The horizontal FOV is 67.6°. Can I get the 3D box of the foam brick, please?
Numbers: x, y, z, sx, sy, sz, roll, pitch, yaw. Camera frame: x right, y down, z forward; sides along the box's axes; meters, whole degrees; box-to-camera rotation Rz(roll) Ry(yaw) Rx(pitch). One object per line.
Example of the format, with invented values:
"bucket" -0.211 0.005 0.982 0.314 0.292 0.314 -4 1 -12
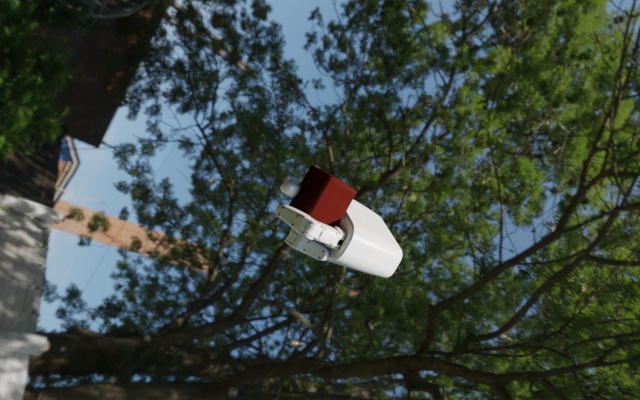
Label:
"foam brick" 0.000 0.002 0.628 0.051 0.078 0.053 26 7 -35
